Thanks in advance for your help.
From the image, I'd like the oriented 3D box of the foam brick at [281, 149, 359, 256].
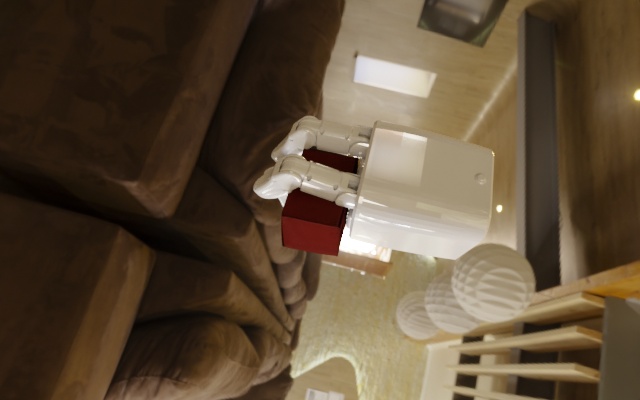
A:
[{"bbox_3d":[0.000,0.002,0.424,0.051,0.078,0.053,13,-33,6],"label":"foam brick"}]
